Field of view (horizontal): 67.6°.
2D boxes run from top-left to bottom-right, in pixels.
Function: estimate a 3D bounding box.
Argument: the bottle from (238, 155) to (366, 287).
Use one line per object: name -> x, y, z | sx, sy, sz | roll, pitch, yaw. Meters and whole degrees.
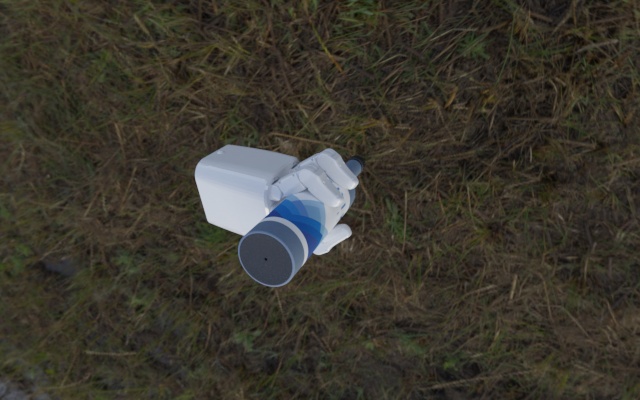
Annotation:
bottle -> 0.000, 0.002, 0.613 | 0.069, 0.069, 0.295 | 0, 24, 25
